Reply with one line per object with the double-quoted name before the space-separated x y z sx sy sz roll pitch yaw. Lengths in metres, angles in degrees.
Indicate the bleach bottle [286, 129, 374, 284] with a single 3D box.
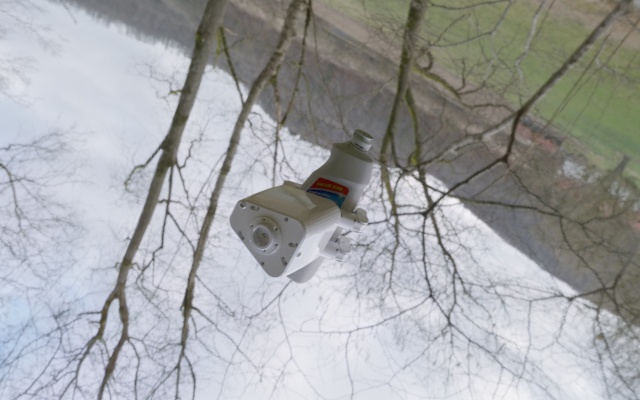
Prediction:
"bleach bottle" 0.000 0.002 0.728 0.102 0.251 0.068 35 23 16
